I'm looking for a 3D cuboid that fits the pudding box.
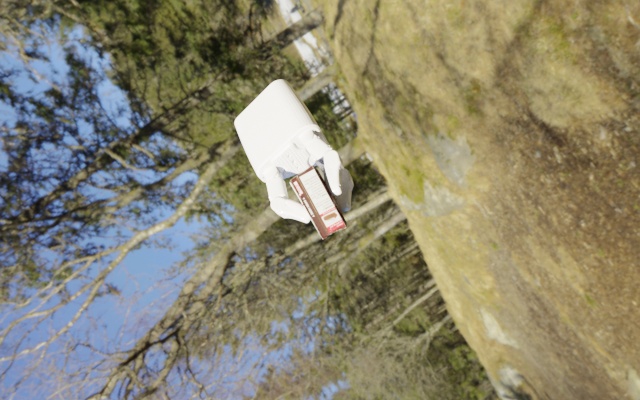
[{"bbox_3d":[0.000,0.002,0.645,0.039,0.090,0.113,-30,-1,5],"label":"pudding box"}]
